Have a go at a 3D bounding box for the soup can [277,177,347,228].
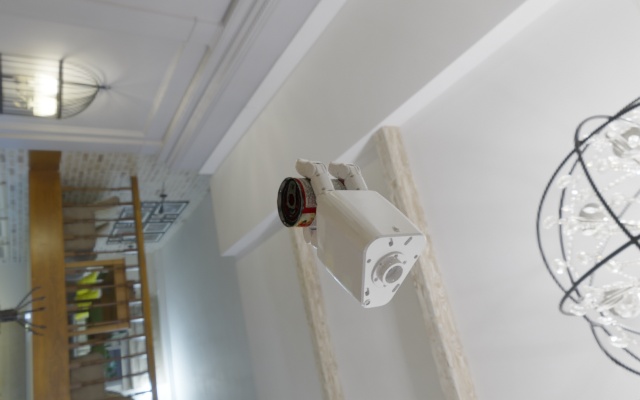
[{"bbox_3d":[0.000,0.002,0.665,0.102,0.068,0.068,0,0,-32],"label":"soup can"}]
